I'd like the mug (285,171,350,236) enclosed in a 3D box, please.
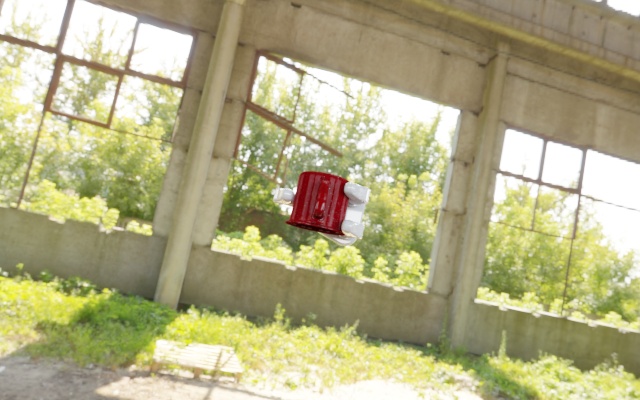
[{"bbox_3d":[0.000,0.002,0.713,0.093,0.081,0.117,12,-8,3],"label":"mug"}]
